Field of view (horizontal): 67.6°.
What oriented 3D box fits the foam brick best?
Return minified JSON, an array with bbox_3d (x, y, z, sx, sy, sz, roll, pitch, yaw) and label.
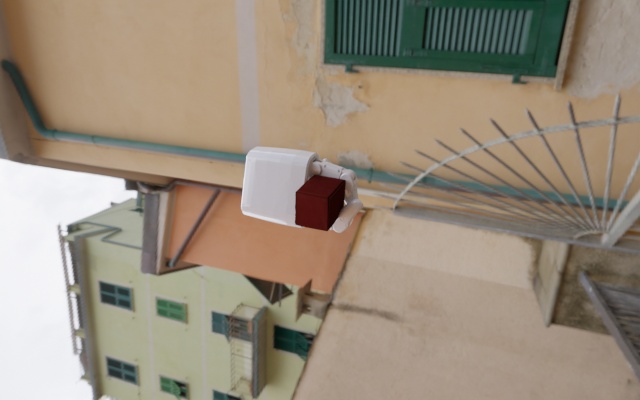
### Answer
[{"bbox_3d":[0.000,0.002,0.692,0.051,0.053,0.078,11,25,17],"label":"foam brick"}]
